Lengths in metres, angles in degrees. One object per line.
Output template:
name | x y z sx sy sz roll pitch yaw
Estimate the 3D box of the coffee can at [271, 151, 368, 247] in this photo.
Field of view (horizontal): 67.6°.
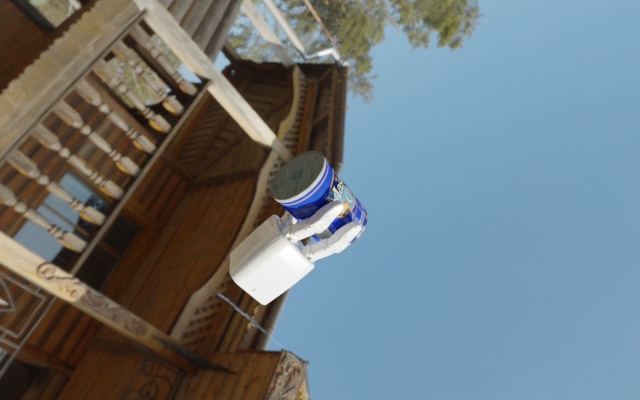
coffee can | 0.000 0.002 0.788 0.103 0.102 0.140 0 -38 44
